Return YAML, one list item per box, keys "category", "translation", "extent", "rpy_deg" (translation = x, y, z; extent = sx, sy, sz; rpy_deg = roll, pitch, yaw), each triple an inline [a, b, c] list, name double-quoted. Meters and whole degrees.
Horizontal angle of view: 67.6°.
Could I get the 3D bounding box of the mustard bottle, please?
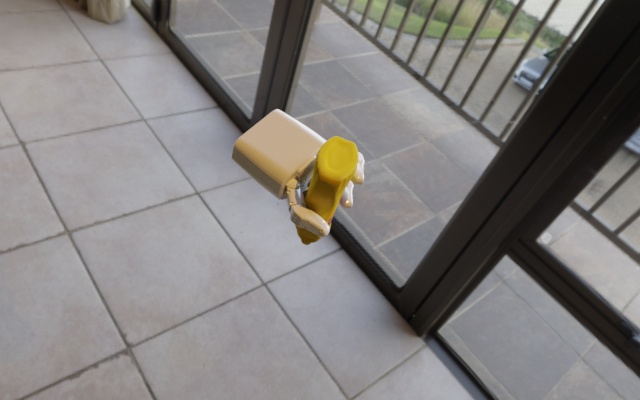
- category: "mustard bottle"
  translation: [0.000, 0.002, 0.722]
  extent: [0.058, 0.192, 0.096]
  rpy_deg: [20, 44, -1]
